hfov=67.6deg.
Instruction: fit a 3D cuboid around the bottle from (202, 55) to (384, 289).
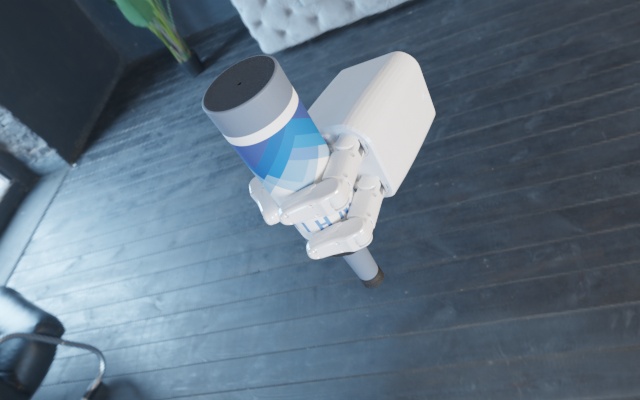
[{"bbox_3d":[0.000,0.001,0.456,0.069,0.069,0.296,0,-37,32],"label":"bottle"}]
